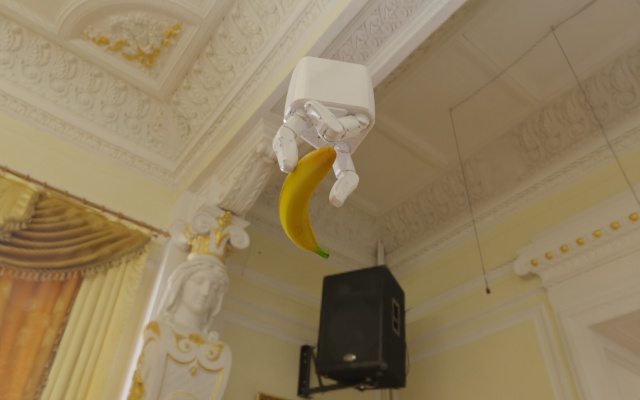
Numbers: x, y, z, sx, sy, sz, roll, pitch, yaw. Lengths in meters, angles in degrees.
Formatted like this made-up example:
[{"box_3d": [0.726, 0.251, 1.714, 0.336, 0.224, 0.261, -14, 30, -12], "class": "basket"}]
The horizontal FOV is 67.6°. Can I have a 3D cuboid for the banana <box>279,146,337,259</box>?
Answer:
[{"box_3d": [-0.019, 0.003, 0.599, 0.069, 0.037, 0.198, 3, -41, 1], "class": "banana"}]
